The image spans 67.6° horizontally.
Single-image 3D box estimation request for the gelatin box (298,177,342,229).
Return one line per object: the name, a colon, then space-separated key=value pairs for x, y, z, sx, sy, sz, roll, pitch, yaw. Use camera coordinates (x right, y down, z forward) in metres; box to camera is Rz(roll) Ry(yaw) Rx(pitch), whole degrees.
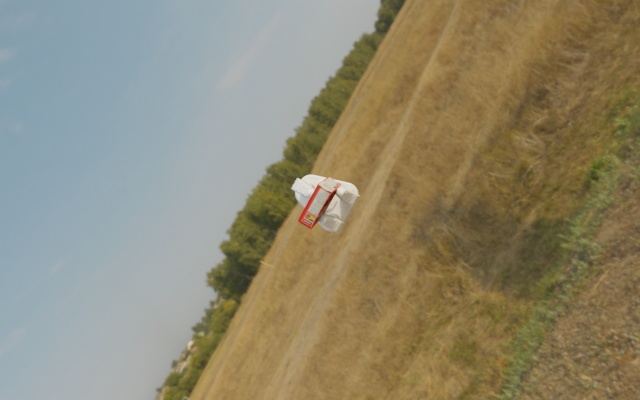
gelatin box: x=0.000 y=0.002 z=0.808 sx=0.030 sy=0.073 sz=0.089 roll=32 pitch=16 yaw=5
